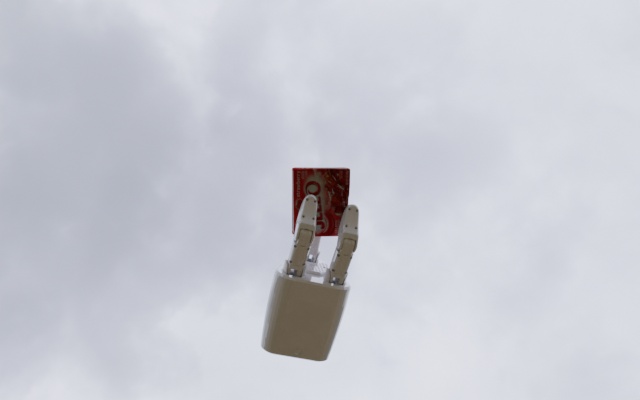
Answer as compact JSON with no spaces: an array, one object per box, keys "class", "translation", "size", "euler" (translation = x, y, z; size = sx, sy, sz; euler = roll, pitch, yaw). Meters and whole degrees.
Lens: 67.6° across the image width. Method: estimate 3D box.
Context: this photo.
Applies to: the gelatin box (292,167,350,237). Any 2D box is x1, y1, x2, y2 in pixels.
[{"class":"gelatin box","translation":[0.000,0.002,0.614],"size":[0.073,0.089,0.030],"euler":[0,7,-7]}]
